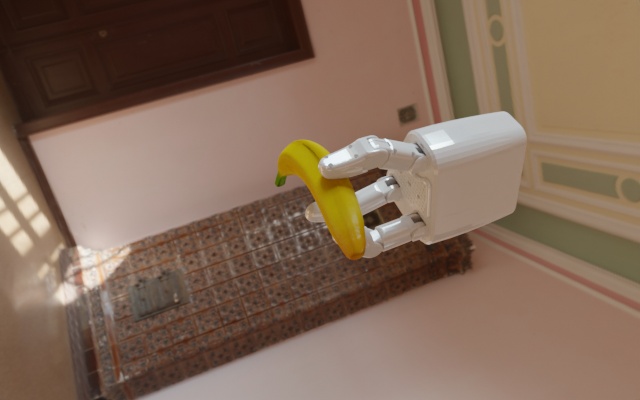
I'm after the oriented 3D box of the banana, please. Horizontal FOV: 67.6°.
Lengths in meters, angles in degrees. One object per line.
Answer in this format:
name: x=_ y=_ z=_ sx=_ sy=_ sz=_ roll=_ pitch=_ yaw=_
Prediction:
banana: x=-0.002 y=-0.017 z=0.459 sx=0.037 sy=0.070 sz=0.197 roll=-13 pitch=26 yaw=-18
